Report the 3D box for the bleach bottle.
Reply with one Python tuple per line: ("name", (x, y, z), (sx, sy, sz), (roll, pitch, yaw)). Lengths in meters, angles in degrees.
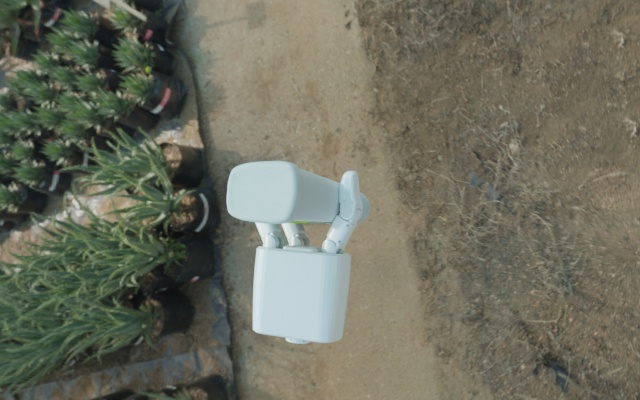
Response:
("bleach bottle", (0.000, 0.002, 0.617), (0.102, 0.068, 0.251), (2, -4, 34))
